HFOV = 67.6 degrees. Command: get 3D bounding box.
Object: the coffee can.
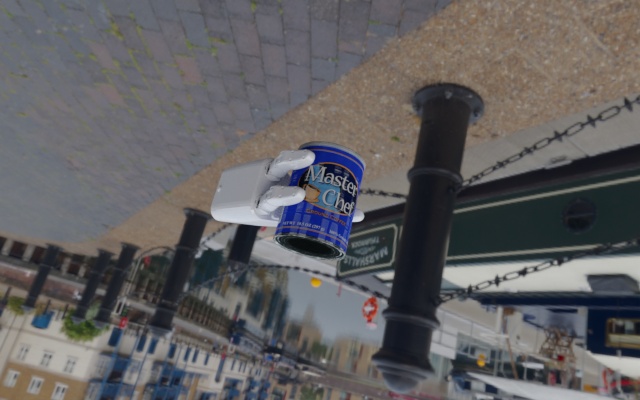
[{"bbox_3d":[0.000,0.002,0.676,0.103,0.140,0.103,12,-21,5],"label":"coffee can"}]
